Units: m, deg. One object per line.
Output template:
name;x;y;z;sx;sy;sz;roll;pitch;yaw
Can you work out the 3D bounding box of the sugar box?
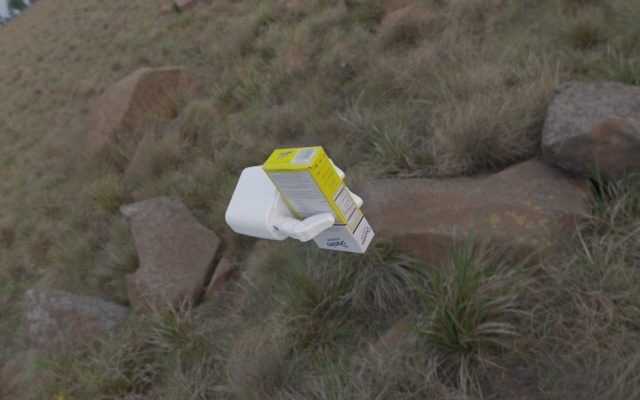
sugar box;0.000;0.002;0.696;0.093;0.048;0.176;3;-40;41
